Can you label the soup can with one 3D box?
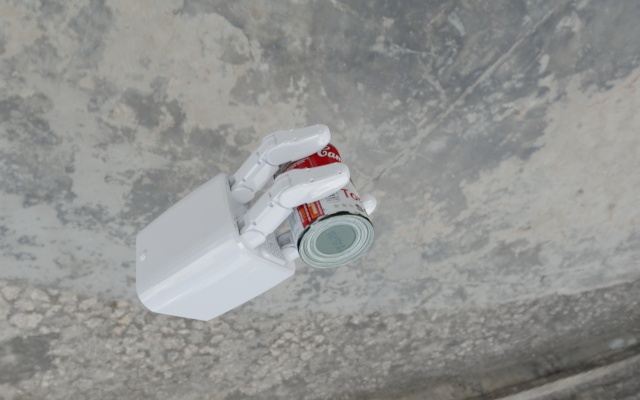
[{"bbox_3d":[0.001,0.001,0.426,0.068,0.068,0.102,0,42,-21],"label":"soup can"}]
